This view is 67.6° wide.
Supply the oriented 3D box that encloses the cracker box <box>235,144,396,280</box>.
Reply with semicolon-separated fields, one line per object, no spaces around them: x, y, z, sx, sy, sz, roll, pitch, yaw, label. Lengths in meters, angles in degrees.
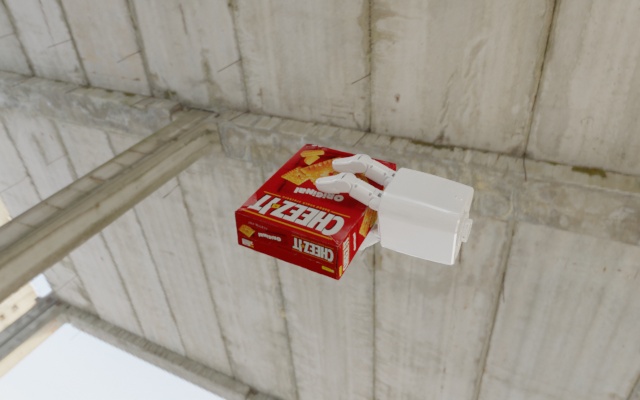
0.000;0.002;0.715;0.164;0.072;0.213;16;40;22;cracker box
